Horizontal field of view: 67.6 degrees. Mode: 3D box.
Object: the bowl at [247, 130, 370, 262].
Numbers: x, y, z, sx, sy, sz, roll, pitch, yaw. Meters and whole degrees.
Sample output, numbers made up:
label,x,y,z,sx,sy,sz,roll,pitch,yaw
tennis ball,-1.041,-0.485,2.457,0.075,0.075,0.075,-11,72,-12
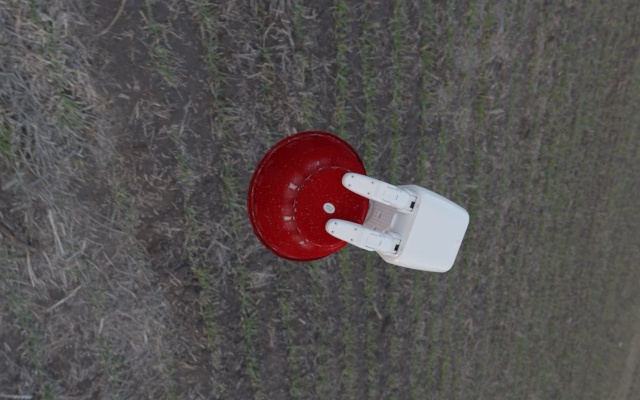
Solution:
label,x,y,z,sx,sy,sz,roll,pitch,yaw
bowl,-0.001,0.002,0.553,0.162,0.162,0.055,0,12,-27
